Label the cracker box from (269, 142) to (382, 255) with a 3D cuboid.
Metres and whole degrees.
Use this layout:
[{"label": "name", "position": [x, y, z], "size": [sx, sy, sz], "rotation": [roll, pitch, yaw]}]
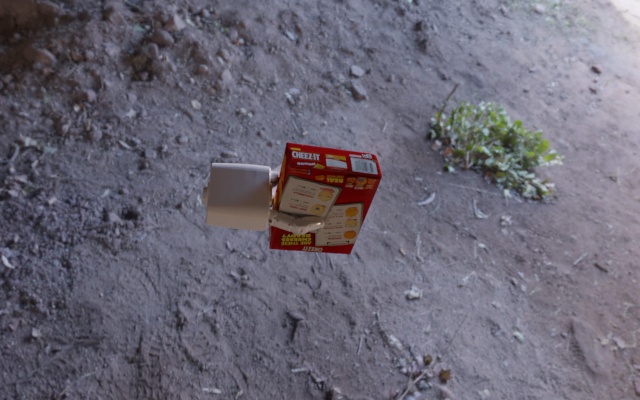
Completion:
[{"label": "cracker box", "position": [0.000, 0.003, 0.875], "size": [0.164, 0.072, 0.214], "rotation": [5, -45, -12]}]
